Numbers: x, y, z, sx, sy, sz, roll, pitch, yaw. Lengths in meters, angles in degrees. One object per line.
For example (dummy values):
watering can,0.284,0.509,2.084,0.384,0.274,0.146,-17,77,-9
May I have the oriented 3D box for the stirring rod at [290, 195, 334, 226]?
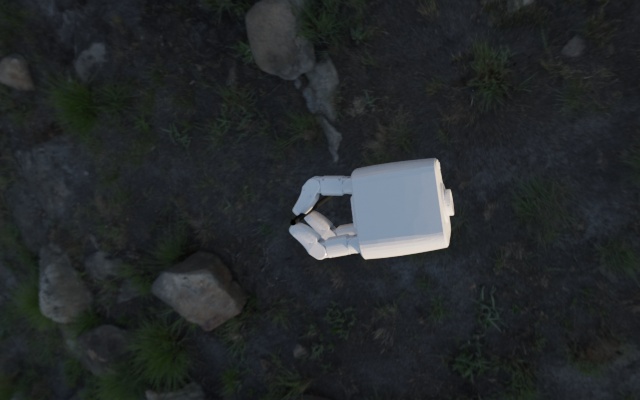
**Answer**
stirring rod,0.000,0.002,0.715,0.011,0.011,0.239,0,12,17
